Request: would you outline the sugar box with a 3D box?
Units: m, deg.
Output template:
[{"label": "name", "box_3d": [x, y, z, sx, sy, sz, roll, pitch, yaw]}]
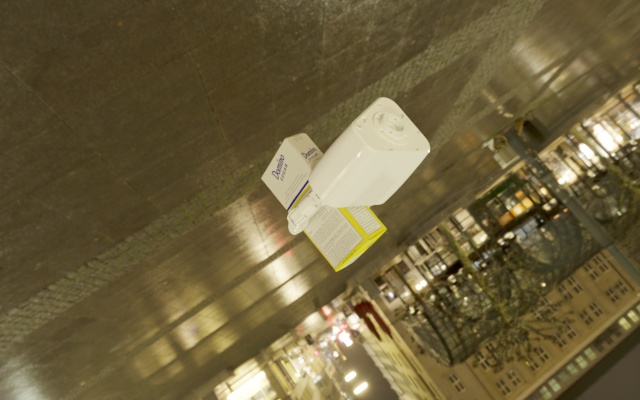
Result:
[{"label": "sugar box", "box_3d": [0.001, 0.002, 0.652, 0.048, 0.176, 0.093, -24, -19, -43]}]
